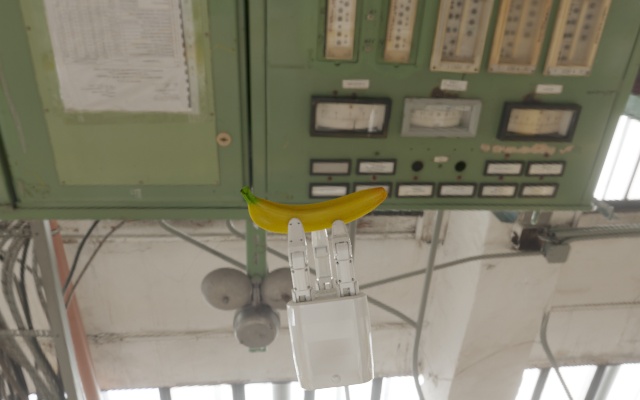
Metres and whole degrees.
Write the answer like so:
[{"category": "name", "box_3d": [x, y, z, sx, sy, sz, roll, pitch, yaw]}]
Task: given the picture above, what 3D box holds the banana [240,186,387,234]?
[{"category": "banana", "box_3d": [-0.008, 0.013, 0.622, 0.198, 0.037, 0.070, -2, -36, -22]}]
